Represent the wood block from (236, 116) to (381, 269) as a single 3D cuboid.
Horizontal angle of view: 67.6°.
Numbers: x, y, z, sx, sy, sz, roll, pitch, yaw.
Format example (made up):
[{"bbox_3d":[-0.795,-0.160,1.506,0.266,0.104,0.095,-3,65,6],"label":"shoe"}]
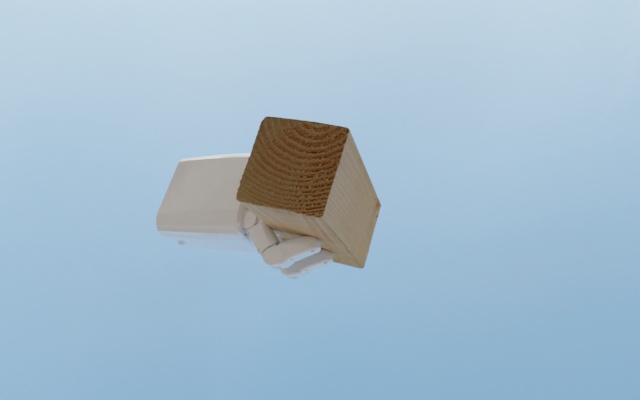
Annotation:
[{"bbox_3d":[0.000,0.001,0.525,0.090,0.090,0.206,11,-16,19],"label":"wood block"}]
